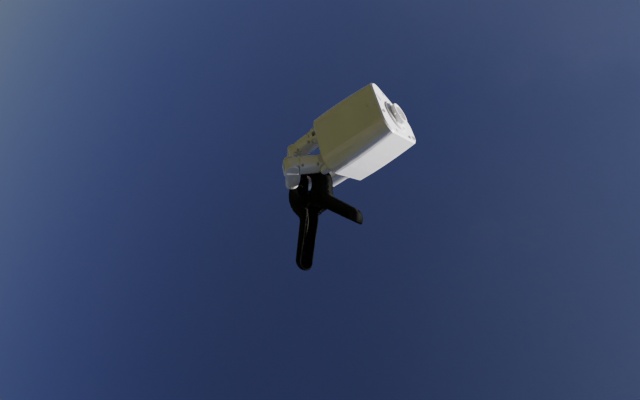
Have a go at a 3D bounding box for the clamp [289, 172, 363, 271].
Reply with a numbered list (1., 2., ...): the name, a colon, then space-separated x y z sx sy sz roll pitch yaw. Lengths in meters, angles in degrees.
1. clamp: 0.000 0.002 0.683 0.120 0.171 0.039 -32 -38 25
